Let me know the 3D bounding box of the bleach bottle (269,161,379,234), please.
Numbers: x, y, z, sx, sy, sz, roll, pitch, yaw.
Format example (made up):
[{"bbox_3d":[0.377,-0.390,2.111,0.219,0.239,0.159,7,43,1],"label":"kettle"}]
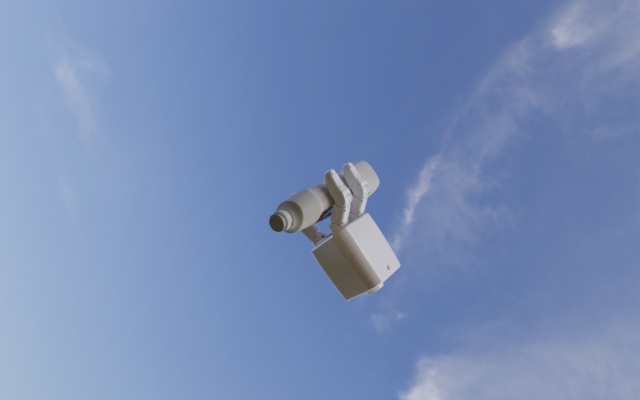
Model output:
[{"bbox_3d":[0.000,0.003,0.797,0.103,0.068,0.250,-40,-8,38],"label":"bleach bottle"}]
